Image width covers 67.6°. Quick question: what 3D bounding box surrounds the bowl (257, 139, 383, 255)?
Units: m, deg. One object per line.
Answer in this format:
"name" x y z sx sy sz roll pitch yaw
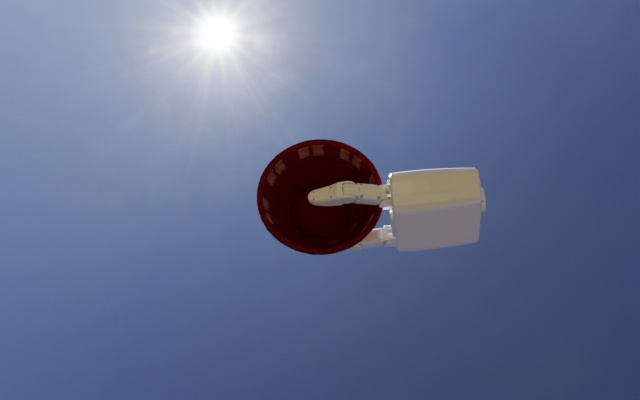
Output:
"bowl" -0.001 0.002 0.626 0.162 0.162 0.055 0 -24 1
